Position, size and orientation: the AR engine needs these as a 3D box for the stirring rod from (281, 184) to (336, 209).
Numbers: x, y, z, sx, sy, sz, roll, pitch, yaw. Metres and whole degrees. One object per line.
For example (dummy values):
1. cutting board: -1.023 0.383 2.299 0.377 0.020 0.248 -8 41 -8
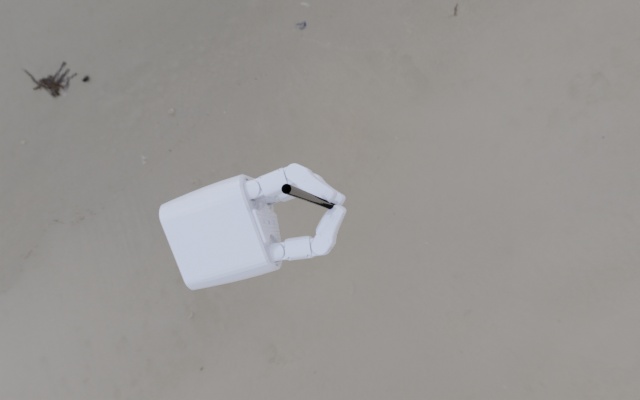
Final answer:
1. stirring rod: 0.000 0.002 0.478 0.011 0.011 0.239 0 -5 12
